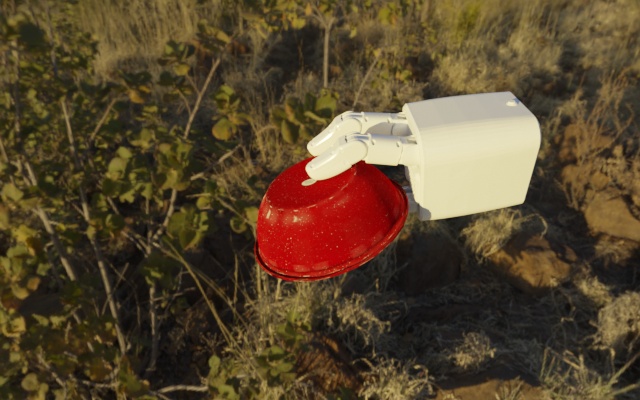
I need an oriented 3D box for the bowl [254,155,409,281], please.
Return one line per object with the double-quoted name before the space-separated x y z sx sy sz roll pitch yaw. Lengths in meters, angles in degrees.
"bowl" -0.001 0.002 0.462 0.162 0.055 0.162 -17 32 11
